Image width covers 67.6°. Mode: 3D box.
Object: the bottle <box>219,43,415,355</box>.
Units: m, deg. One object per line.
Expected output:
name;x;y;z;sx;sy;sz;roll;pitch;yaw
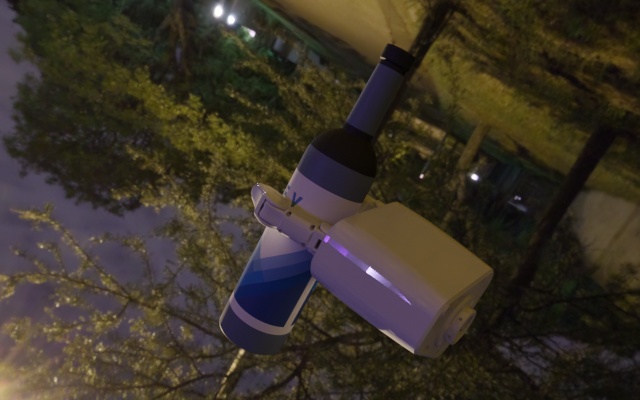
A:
bottle;0.000;0.002;0.432;0.069;0.296;0.069;27;13;-6
